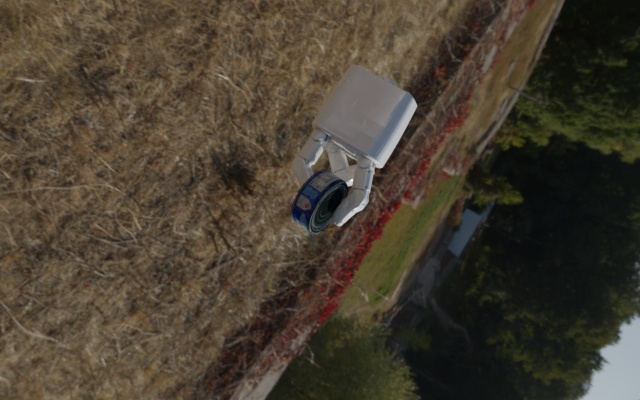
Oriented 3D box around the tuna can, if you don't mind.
[{"bbox_3d":[0.001,0.003,0.656,0.033,0.086,0.086,35,15,24],"label":"tuna can"}]
